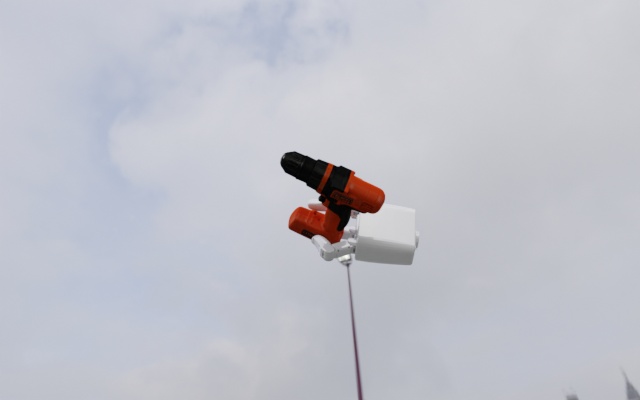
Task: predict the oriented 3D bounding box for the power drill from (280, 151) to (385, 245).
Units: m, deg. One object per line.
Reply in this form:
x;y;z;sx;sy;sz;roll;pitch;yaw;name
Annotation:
0.000;0.003;0.841;0.184;0.057;0.188;26;-33;-3;power drill
